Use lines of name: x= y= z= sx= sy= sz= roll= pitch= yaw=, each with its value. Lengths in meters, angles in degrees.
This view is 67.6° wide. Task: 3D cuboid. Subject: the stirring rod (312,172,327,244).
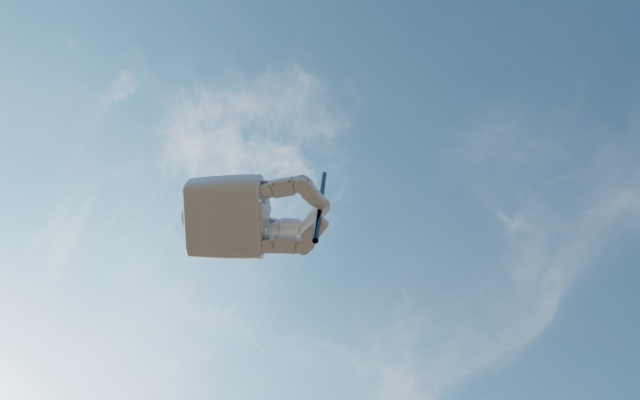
stirring rod: x=0.000 y=0.002 z=0.687 sx=0.011 sy=0.011 sz=0.239 roll=0 pitch=23 yaw=3
